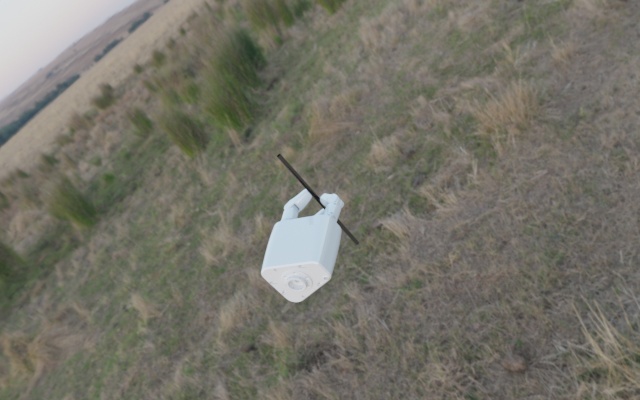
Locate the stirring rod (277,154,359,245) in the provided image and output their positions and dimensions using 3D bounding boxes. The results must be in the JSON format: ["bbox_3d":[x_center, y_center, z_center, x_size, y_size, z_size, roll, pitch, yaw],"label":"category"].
[{"bbox_3d":[0.000,0.003,0.871,0.011,0.011,0.240,0,-42,53],"label":"stirring rod"}]
